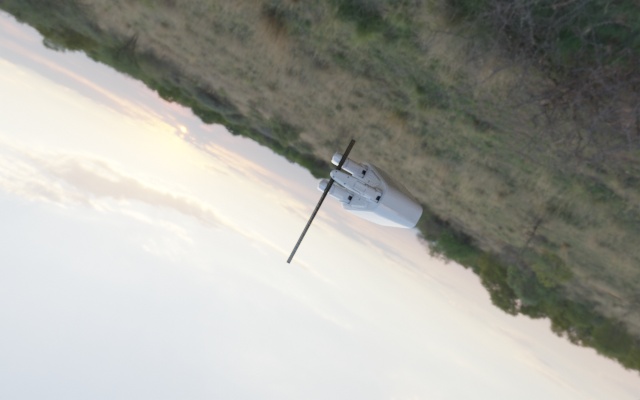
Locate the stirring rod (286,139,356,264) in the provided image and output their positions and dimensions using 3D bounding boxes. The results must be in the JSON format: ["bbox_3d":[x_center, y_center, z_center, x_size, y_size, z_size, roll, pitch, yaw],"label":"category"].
[{"bbox_3d":[0.000,0.003,0.822,0.011,0.239,0.011,28,4,-2],"label":"stirring rod"}]
